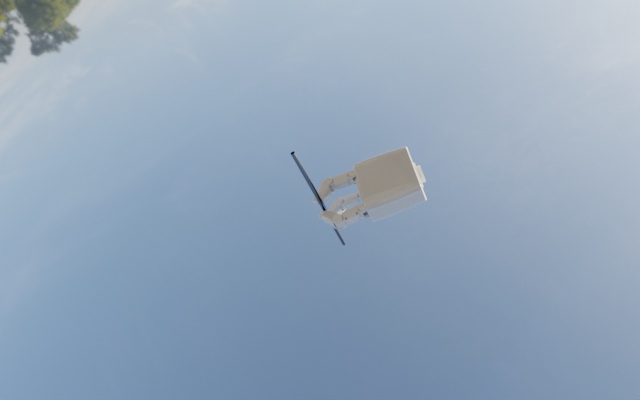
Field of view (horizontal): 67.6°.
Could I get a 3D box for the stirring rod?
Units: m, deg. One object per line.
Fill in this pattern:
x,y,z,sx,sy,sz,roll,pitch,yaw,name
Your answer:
0.000,0.003,0.885,0.011,0.011,0.240,0,-44,33,stirring rod
